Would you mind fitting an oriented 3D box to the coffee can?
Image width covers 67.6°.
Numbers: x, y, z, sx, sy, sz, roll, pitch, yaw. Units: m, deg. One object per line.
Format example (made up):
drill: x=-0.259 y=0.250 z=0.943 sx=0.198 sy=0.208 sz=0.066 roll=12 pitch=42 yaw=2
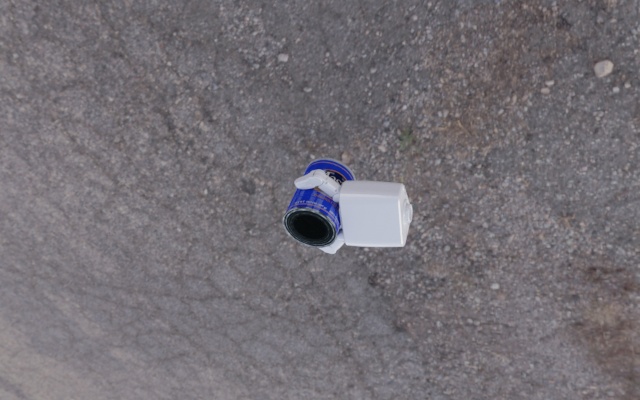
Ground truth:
coffee can: x=0.000 y=0.003 z=0.890 sx=0.103 sy=0.103 sz=0.140 roll=0 pitch=43 yaw=23
